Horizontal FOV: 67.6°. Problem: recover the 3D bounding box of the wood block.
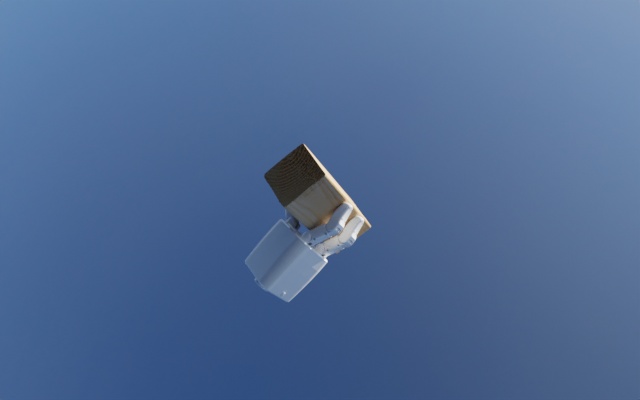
[{"bbox_3d":[0.000,0.003,0.866,0.090,0.090,0.206,-39,-38,4],"label":"wood block"}]
